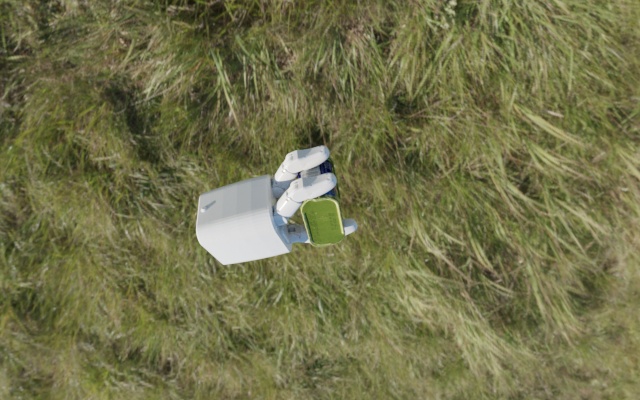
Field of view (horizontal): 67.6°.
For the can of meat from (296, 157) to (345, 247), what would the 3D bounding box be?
[{"bbox_3d":[0.000,0.002,0.666,0.057,0.083,0.102,-11,-45,3],"label":"can of meat"}]
